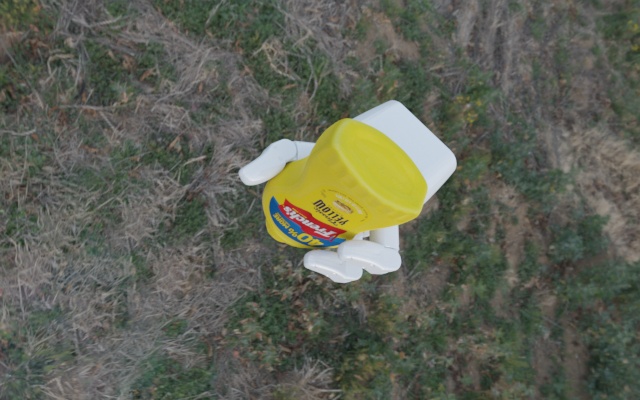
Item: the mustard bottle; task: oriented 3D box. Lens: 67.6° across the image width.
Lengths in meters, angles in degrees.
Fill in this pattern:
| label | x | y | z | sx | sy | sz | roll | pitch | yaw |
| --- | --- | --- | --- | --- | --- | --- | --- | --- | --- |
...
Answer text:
| label | x | y | z | sx | sy | sz | roll | pitch | yaw |
| --- | --- | --- | --- | --- | --- | --- | --- | --- | --- |
| mustard bottle | 0.000 | 0.002 | 0.439 | 0.096 | 0.058 | 0.192 | 36 | -33 | -17 |
